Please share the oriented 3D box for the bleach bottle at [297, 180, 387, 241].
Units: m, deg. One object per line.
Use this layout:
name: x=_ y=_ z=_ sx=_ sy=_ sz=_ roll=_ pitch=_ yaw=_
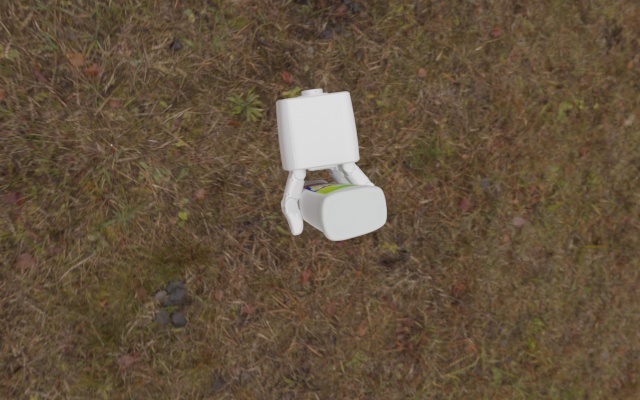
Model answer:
bleach bottle: x=0.000 y=0.002 z=0.756 sx=0.102 sy=0.068 sz=0.251 roll=-12 pitch=11 yaw=-22
